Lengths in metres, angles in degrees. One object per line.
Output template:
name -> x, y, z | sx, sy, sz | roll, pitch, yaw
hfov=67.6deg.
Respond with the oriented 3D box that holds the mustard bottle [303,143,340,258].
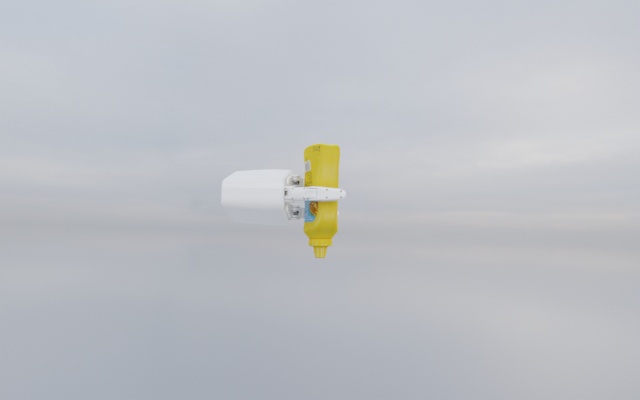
mustard bottle -> 0.000, 0.002, 0.823 | 0.058, 0.191, 0.096 | 2, -4, -19
